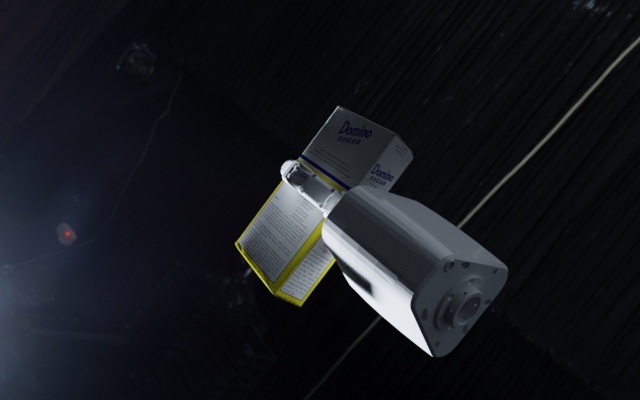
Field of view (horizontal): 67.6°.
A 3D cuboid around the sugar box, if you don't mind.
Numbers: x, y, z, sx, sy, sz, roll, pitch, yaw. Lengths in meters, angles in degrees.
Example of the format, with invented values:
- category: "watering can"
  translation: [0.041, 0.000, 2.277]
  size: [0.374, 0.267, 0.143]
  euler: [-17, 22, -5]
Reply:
- category: "sugar box"
  translation: [0.000, 0.002, 0.456]
  size: [0.048, 0.176, 0.093]
  euler: [40, 0, -43]
